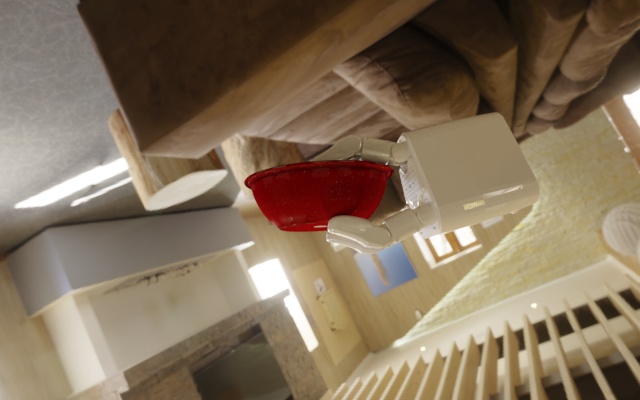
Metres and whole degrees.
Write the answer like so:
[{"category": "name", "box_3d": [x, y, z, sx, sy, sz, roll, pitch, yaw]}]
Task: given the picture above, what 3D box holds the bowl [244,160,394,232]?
[{"category": "bowl", "box_3d": [-0.001, 0.002, 0.513, 0.162, 0.055, 0.162, -4, -9, -1]}]
